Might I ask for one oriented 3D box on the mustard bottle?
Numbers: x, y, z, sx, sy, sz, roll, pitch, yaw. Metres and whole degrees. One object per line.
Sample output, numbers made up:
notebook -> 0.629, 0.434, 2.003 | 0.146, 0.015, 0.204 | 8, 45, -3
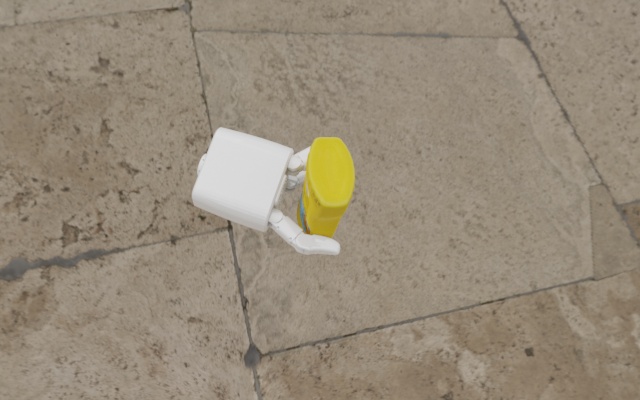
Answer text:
mustard bottle -> 0.000, 0.002, 0.646 | 0.058, 0.096, 0.192 | -3, -24, -10
